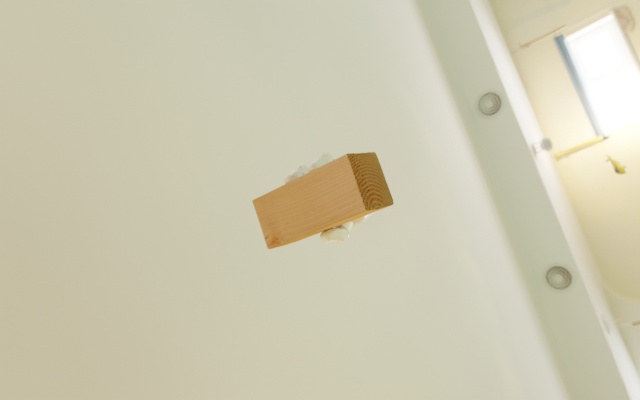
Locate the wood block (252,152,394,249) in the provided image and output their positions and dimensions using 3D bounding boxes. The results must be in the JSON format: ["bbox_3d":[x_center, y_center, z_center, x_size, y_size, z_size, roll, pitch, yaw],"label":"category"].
[{"bbox_3d":[0.000,0.003,0.776,0.206,0.091,0.090,-24,-8,36],"label":"wood block"}]
